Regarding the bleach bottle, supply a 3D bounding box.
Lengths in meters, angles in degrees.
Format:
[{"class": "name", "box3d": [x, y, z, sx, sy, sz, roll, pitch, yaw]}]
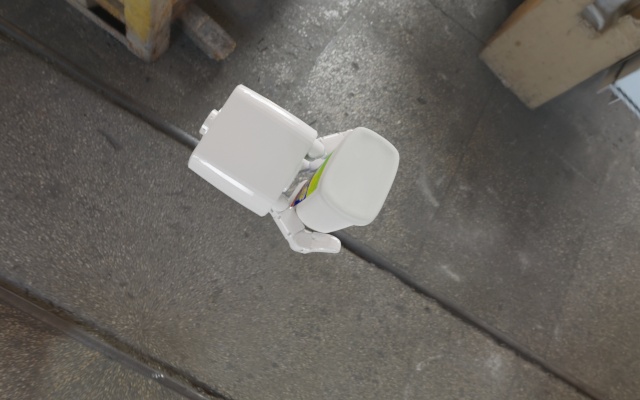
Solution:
[{"class": "bleach bottle", "box3d": [0.000, 0.002, 0.582, 0.068, 0.102, 0.251, 33, -23, -10]}]
